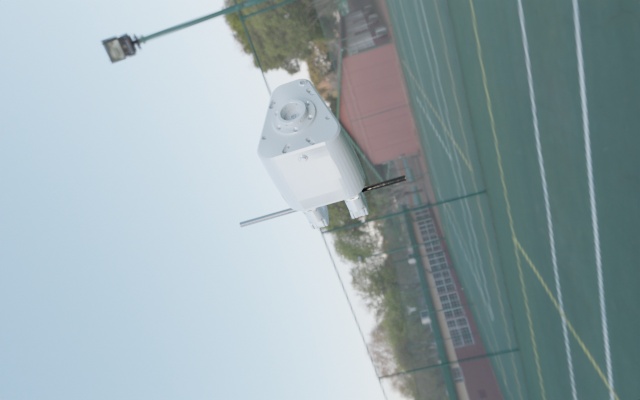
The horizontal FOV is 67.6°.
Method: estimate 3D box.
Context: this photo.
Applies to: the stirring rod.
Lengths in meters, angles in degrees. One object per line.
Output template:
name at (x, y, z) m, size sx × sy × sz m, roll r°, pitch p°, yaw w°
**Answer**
stirring rod at (0.000, 0.002, 0.660) m, size 0.239 × 0.011 × 0.011 m, roll -16°, pitch -3°, yaw 10°
